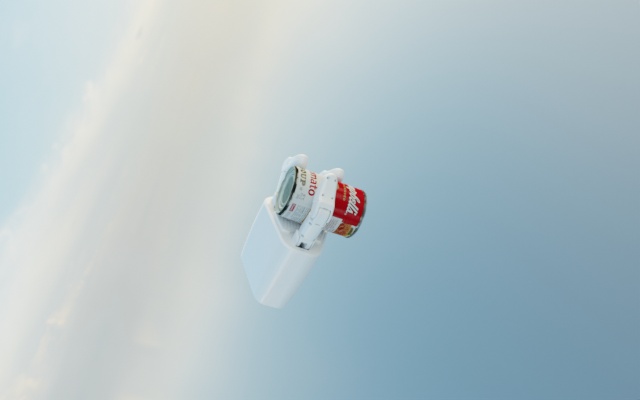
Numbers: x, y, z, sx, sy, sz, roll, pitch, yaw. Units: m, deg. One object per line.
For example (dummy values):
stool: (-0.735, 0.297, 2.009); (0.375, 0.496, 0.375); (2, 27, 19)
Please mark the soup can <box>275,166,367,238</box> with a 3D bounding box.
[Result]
soup can: (0.000, 0.002, 0.621); (0.102, 0.068, 0.068); (19, -6, -19)
